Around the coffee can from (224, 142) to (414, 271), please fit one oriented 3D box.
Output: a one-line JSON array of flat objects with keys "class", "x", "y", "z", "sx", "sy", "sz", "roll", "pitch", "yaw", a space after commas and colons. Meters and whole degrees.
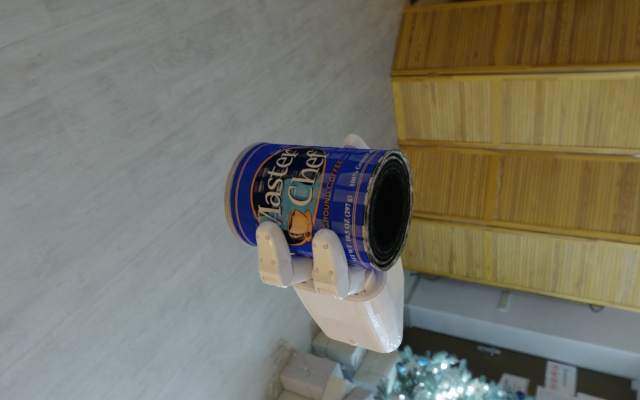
[{"class": "coffee can", "x": 0.000, "y": 0.001, "z": 0.432, "sx": 0.140, "sy": 0.103, "sz": 0.103, "roll": 7, "pitch": 3, "yaw": 30}]
